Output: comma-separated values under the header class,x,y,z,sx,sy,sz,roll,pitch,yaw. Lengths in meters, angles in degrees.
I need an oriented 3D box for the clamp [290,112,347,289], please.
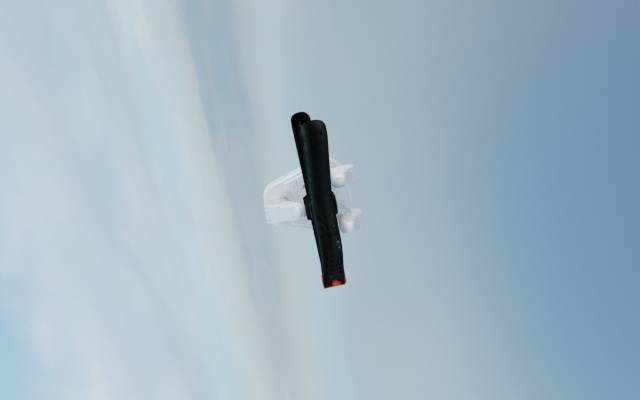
class,x,y,z,sx,sy,sz,roll,pitch,yaw
clamp,-0.001,0.002,0.529,0.036,0.210,0.164,-11,8,-4
